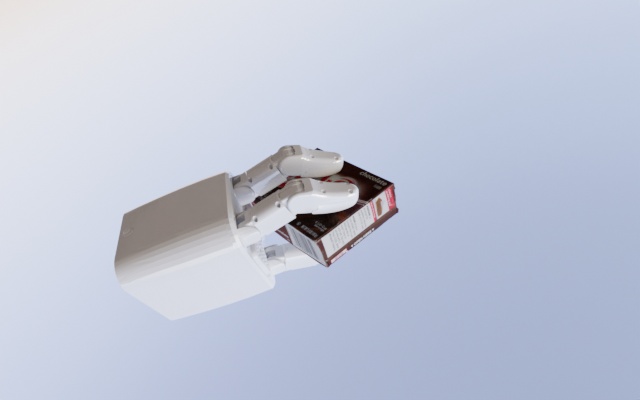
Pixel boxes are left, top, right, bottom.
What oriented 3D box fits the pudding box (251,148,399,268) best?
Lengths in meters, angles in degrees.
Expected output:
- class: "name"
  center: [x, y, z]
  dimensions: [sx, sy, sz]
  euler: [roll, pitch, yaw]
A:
- class: "pudding box"
  center: [0.000, 0.002, 0.437]
  dimensions: [0.090, 0.039, 0.113]
  euler: [-36, 43, -22]
